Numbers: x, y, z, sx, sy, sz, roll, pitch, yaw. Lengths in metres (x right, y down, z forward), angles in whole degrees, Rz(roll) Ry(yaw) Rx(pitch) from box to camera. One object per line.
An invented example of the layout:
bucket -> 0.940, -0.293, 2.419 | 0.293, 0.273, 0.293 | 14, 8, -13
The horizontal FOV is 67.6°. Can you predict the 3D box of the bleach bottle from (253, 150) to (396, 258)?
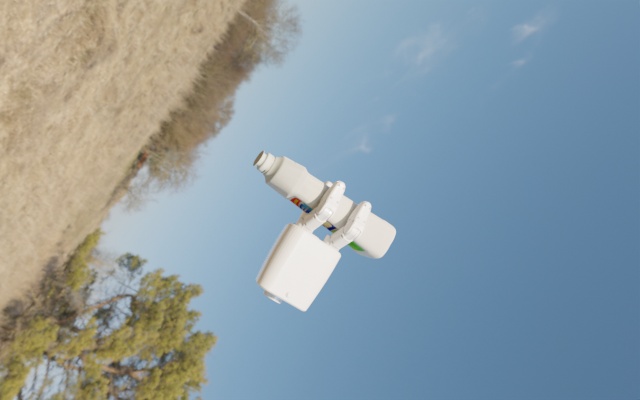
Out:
bleach bottle -> 0.000, 0.002, 0.765 | 0.251, 0.068, 0.102 | 35, -9, -21
